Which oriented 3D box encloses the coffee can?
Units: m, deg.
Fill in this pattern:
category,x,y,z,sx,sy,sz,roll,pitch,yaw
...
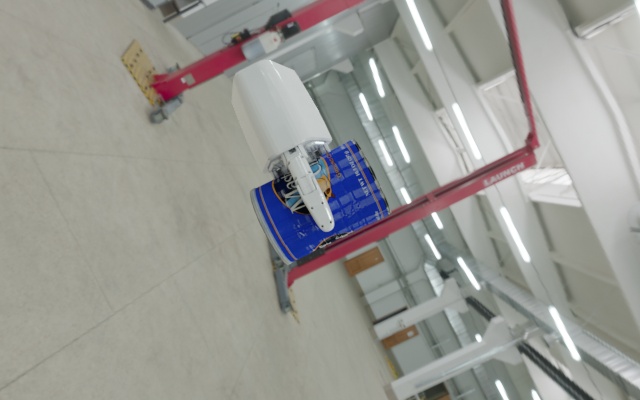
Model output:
category,x,y,z,sx,sy,sz,roll,pitch,yaw
coffee can,0.000,0.002,0.581,0.140,0.103,0.103,-26,-1,2
